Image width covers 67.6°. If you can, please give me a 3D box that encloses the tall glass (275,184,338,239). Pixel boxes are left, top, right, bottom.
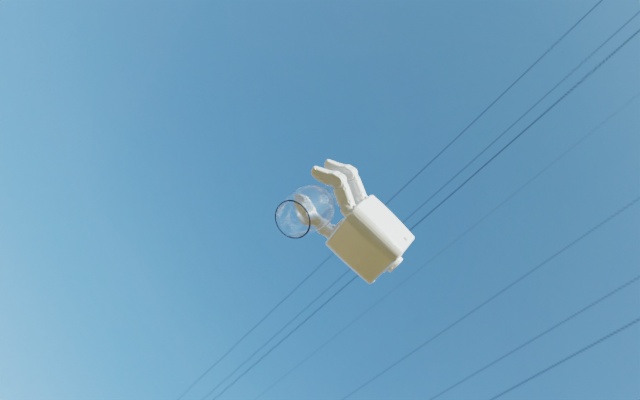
[{"bbox_3d":[0.000,0.002,0.808,0.079,0.079,0.201,0,15,27],"label":"tall glass"}]
